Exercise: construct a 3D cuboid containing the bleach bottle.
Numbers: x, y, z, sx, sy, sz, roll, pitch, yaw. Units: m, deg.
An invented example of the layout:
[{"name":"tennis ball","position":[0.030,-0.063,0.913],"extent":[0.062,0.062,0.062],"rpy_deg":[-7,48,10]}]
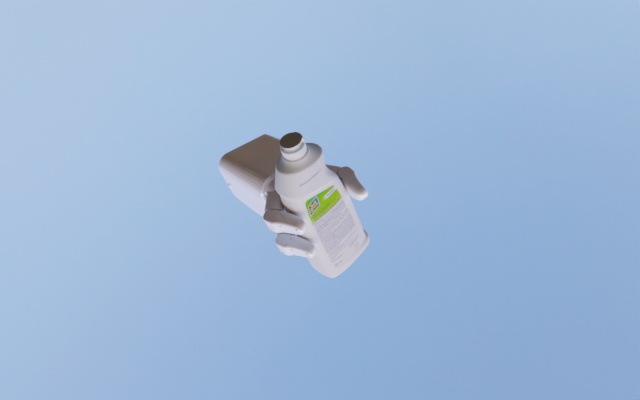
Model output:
[{"name":"bleach bottle","position":[0.000,0.002,0.659],"extent":[0.068,0.102,0.251],"rpy_deg":[29,-26,35]}]
